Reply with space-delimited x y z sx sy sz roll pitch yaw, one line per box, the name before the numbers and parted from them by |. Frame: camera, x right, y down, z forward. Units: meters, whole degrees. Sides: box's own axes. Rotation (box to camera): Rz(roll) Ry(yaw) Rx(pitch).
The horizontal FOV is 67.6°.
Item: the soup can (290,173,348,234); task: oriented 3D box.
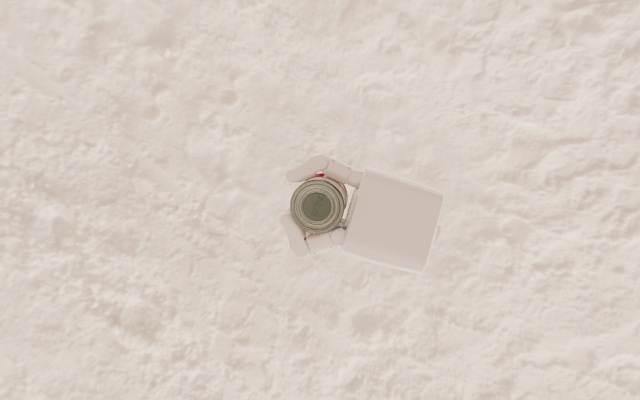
soup can | 0.000 0.002 0.617 0.068 0.068 0.102 0 7 5
